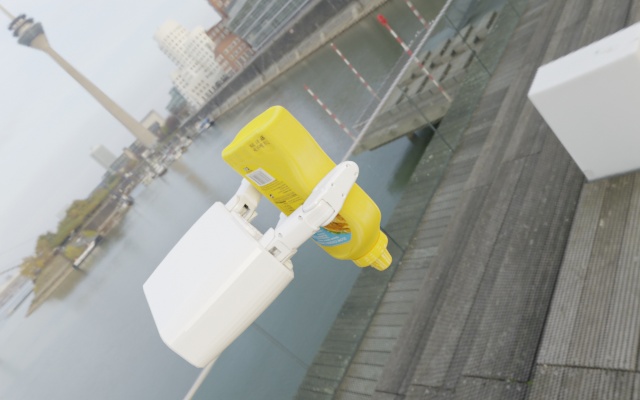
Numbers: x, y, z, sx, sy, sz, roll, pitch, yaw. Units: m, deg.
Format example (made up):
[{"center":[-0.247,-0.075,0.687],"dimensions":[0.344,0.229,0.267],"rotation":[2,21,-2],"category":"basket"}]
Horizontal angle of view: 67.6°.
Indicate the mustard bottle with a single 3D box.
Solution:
[{"center":[0.000,0.001,0.451],"dimensions":[0.192,0.058,0.096],"rotation":[44,-29,-18],"category":"mustard bottle"}]
